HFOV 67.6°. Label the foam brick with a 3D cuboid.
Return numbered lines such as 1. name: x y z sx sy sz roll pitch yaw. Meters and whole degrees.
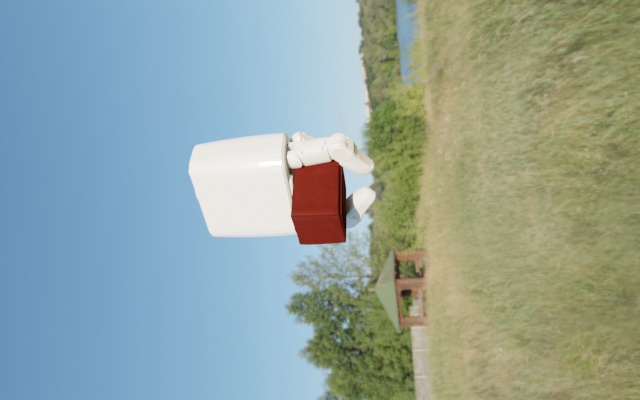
1. foam brick: 0.000 0.002 0.509 0.051 0.078 0.053 -4 -40 7
